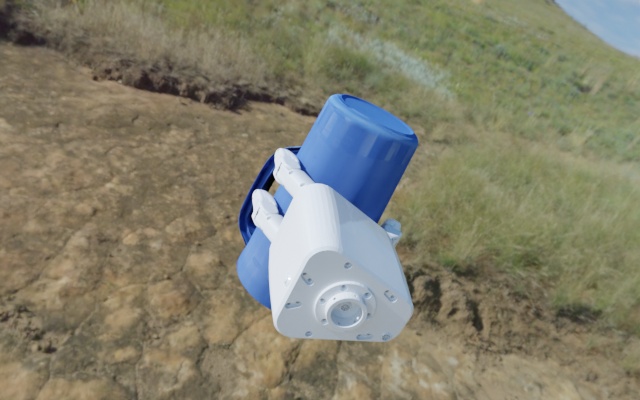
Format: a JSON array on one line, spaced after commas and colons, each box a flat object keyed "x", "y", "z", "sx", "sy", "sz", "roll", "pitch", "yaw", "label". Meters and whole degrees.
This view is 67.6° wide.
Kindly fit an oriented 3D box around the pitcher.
[{"x": 0.000, "y": 0.002, "z": 0.553, "sx": 0.149, "sy": 0.243, "sz": 0.145, "roll": 22, "pitch": 23, "yaw": -14, "label": "pitcher"}]
